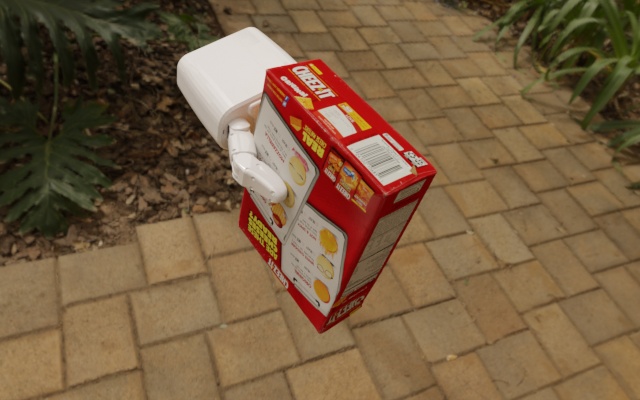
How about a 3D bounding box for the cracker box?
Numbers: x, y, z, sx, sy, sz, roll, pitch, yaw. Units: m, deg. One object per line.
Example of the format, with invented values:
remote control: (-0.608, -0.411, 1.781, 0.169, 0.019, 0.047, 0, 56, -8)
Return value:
cracker box: (0.000, 0.001, 0.463, 0.072, 0.164, 0.214, -22, -32, -33)
